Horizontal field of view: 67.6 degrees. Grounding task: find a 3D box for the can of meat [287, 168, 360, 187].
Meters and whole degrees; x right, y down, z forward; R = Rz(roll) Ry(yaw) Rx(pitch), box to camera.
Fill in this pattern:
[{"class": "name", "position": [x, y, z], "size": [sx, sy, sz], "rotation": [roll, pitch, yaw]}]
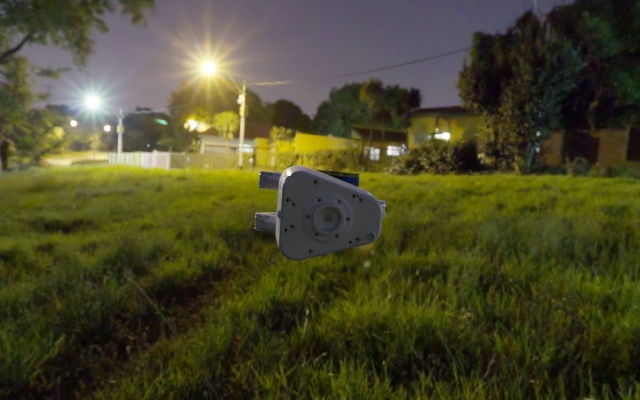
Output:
[{"class": "can of meat", "position": [0.000, 0.002, 0.630], "size": [0.102, 0.084, 0.057], "rotation": [4, 5, -1]}]
